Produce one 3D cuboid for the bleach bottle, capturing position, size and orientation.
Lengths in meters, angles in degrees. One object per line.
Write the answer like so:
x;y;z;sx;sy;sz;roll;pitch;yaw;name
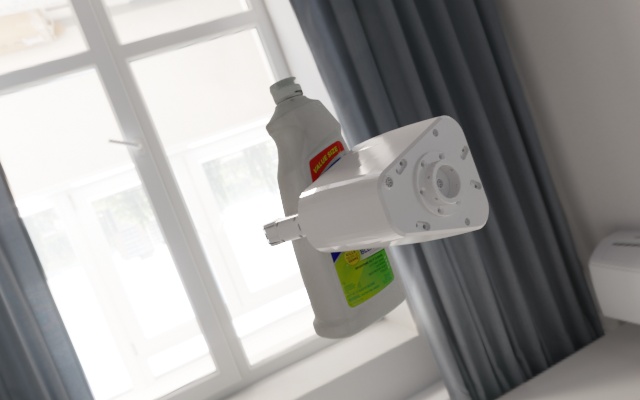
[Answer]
0.000;0.002;0.480;0.102;0.251;0.068;-23;4;-34;bleach bottle
